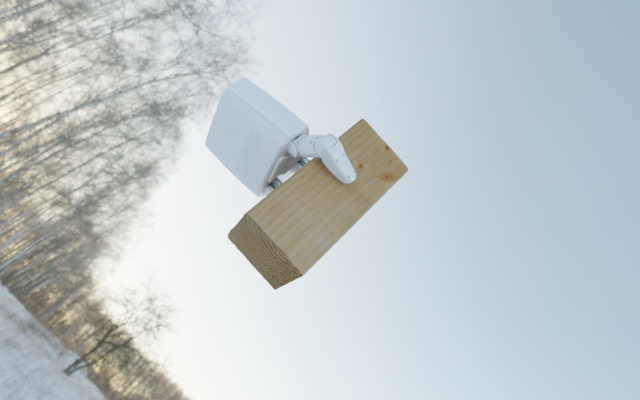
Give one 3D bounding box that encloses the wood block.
[{"bbox_3d":[0.000,0.001,0.580,0.206,0.090,0.091,-42,1,-32],"label":"wood block"}]
